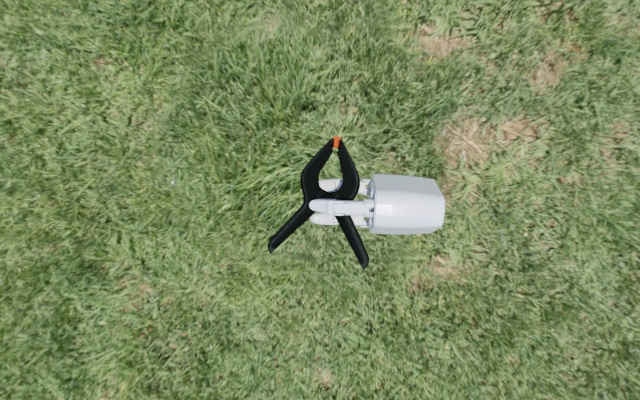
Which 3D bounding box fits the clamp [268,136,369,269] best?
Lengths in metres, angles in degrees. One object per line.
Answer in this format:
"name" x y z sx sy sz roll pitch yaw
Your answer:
"clamp" 0.000 0.002 0.760 0.164 0.210 0.036 3 5 1
